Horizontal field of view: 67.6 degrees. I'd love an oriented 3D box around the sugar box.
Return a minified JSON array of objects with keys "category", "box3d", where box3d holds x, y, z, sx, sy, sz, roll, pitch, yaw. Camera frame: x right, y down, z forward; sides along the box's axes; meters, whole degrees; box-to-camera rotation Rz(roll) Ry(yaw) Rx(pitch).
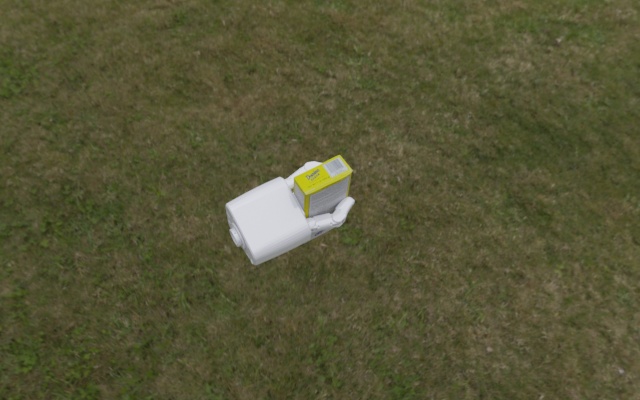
[{"category":"sugar box","box3d":[0.000,0.002,0.840,0.093,0.048,0.176,-26,-24,-19]}]
